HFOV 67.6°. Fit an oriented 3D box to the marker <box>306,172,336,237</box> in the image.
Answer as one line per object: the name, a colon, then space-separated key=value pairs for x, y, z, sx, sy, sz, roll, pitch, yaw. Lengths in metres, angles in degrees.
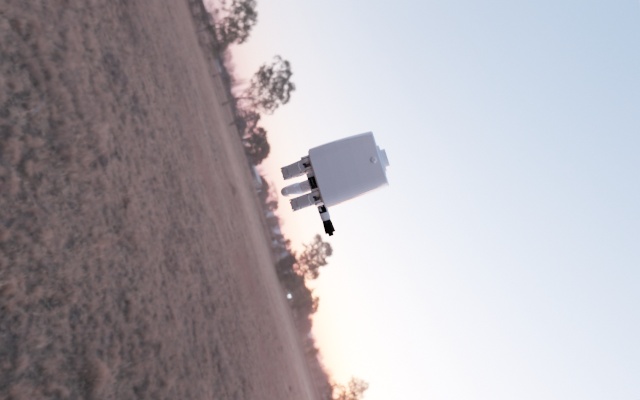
marker: x=0.000 y=0.003 z=0.807 sx=0.020 sy=0.121 sz=0.020 roll=-18 pitch=0 yaw=0
